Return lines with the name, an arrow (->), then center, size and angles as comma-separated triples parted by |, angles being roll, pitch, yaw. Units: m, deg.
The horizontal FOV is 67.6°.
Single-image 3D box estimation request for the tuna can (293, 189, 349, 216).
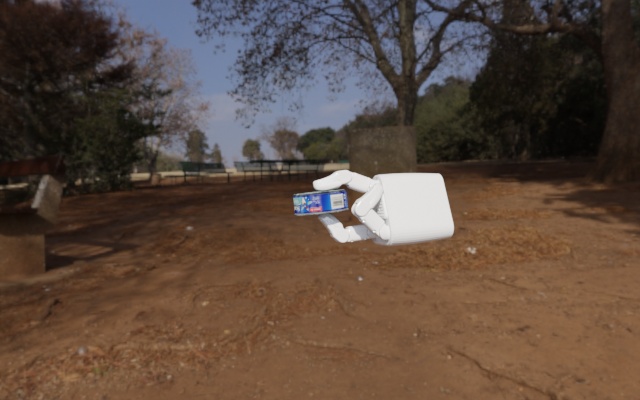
tuna can -> 0.000, 0.002, 0.754 | 0.086, 0.034, 0.086 | -6, 2, 0
